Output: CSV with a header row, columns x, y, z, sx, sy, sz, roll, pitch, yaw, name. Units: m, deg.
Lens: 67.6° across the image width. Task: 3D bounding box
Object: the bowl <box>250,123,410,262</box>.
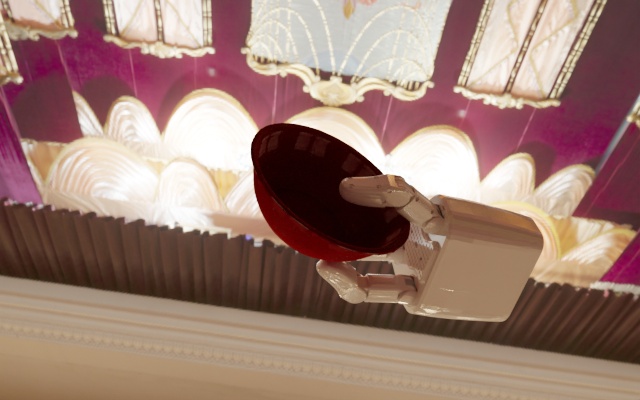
x,y,z,sx,sy,sz,roll,pitch,yaw,name
-0.001,0.001,0.434,0.162,0.162,0.055,0,-43,-43,bowl
